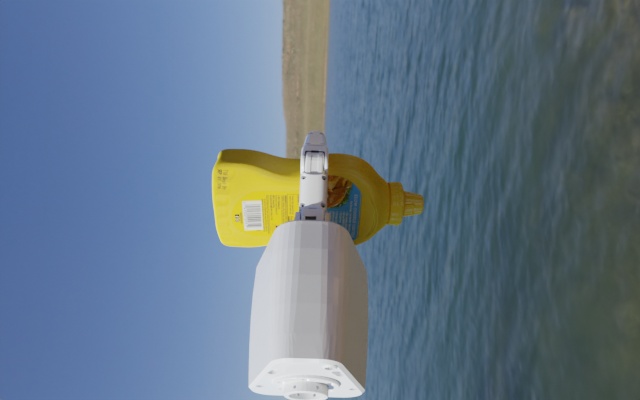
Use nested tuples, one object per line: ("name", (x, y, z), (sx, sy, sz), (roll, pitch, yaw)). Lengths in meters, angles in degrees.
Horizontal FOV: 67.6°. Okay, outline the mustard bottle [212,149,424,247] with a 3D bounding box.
("mustard bottle", (0.000, 0.001, 0.449), (0.191, 0.096, 0.058), (2, 34, 0))
